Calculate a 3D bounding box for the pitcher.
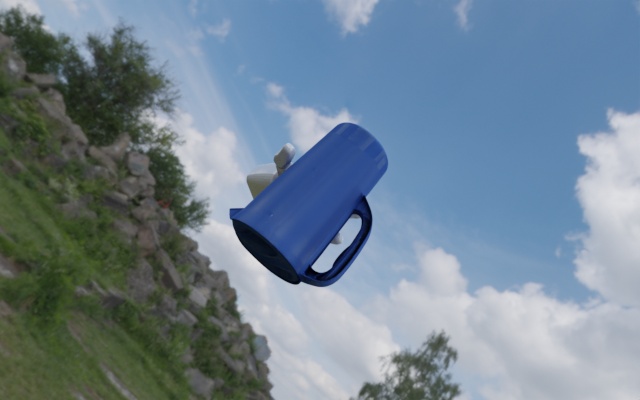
[{"bbox_3d":[0.000,0.002,0.709,0.242,0.149,0.145,-47,24,-22],"label":"pitcher"}]
